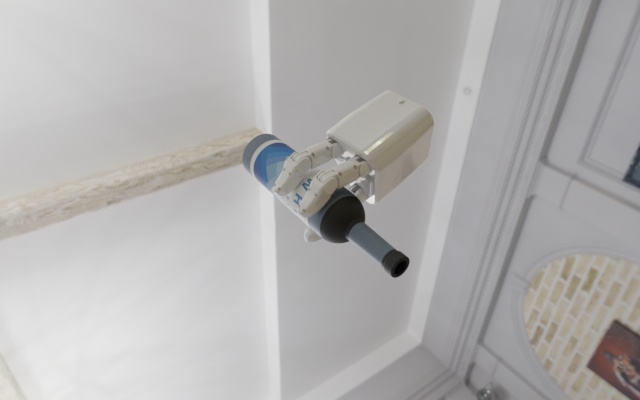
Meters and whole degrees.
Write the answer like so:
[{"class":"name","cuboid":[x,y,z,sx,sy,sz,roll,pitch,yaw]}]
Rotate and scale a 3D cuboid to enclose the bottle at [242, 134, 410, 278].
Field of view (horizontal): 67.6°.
[{"class":"bottle","cuboid":[0.000,0.002,0.608,0.069,0.069,0.295,0,29,-42]}]
